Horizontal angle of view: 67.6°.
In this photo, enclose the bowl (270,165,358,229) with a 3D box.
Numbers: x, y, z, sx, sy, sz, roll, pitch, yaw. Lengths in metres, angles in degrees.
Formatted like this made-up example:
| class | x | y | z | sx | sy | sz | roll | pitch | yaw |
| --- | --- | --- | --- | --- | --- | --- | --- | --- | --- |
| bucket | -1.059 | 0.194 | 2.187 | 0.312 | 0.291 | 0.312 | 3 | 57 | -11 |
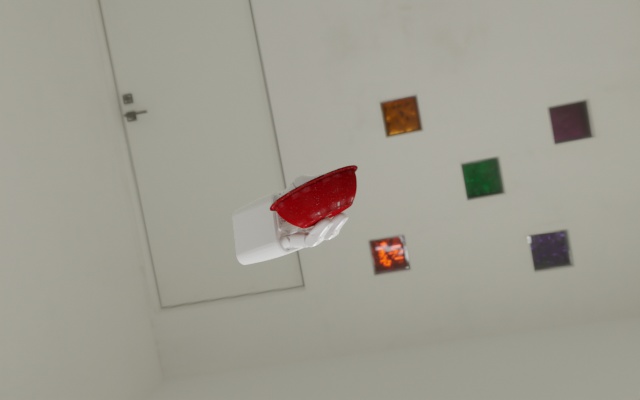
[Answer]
| class | x | y | z | sx | sy | sz | roll | pitch | yaw |
| --- | --- | --- | --- | --- | --- | --- | --- | --- | --- |
| bowl | 0.001 | 0.002 | 0.787 | 0.162 | 0.055 | 0.162 | -26 | -8 | -4 |
